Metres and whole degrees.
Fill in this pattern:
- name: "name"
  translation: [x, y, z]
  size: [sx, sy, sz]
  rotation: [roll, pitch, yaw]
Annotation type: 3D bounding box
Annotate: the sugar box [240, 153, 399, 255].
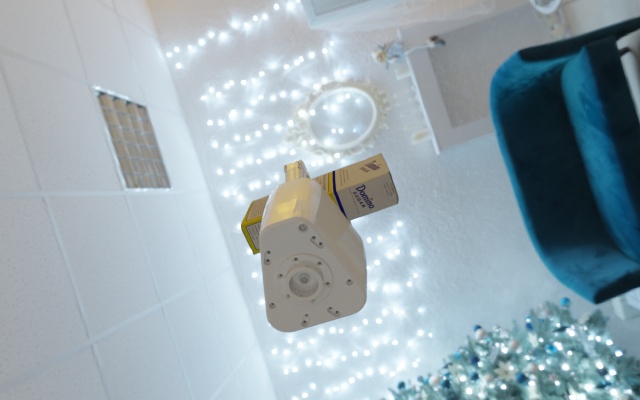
- name: "sugar box"
  translation: [0.000, 0.002, 0.563]
  size: [0.176, 0.048, 0.093]
  rotation: [-17, 18, 8]
